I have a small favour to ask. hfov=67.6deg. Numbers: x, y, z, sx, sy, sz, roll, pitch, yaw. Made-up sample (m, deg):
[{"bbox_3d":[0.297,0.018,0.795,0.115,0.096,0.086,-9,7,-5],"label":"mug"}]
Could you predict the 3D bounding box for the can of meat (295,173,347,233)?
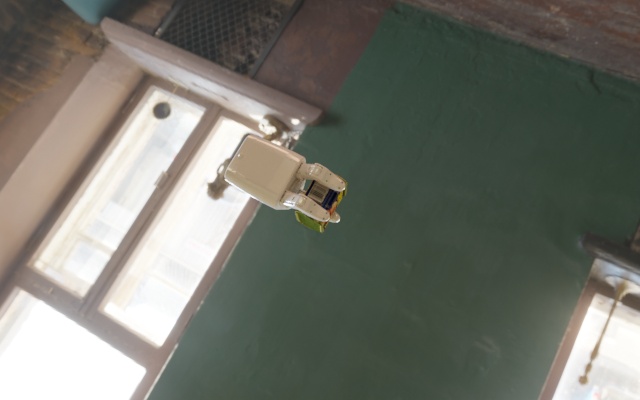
[{"bbox_3d":[0.000,0.003,0.807,0.057,0.084,0.102,28,-12,8],"label":"can of meat"}]
